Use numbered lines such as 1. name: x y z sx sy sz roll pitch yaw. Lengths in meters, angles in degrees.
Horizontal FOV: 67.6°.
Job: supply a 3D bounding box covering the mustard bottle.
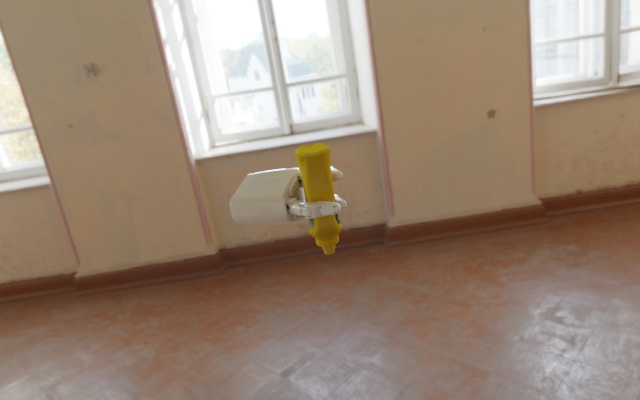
1. mustard bottle: 0.000 0.002 0.819 0.058 0.192 0.096 -11 16 -4
